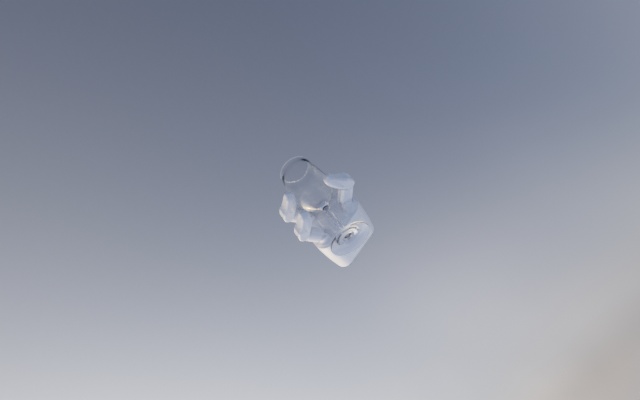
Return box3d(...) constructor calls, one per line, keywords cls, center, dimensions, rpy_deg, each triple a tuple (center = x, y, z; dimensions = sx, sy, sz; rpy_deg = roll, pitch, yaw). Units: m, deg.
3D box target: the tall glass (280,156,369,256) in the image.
box3d(cls="tall glass", center=(0.000, 0.003, 0.841), dimensions=(0.079, 0.079, 0.201), rpy_deg=(0, 38, -39))
